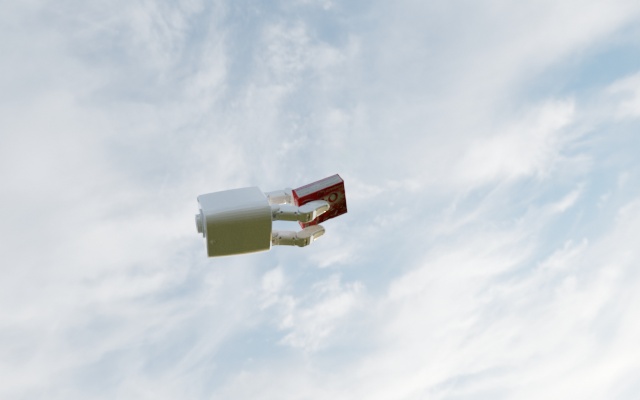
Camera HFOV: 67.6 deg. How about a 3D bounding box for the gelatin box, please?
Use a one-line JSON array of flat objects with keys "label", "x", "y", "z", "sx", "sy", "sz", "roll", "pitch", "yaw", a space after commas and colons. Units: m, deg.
[{"label": "gelatin box", "x": 0.000, "y": 0.002, "z": 0.823, "sx": 0.089, "sy": 0.073, "sz": 0.030, "roll": -21, "pitch": 41, "yaw": -14}]
